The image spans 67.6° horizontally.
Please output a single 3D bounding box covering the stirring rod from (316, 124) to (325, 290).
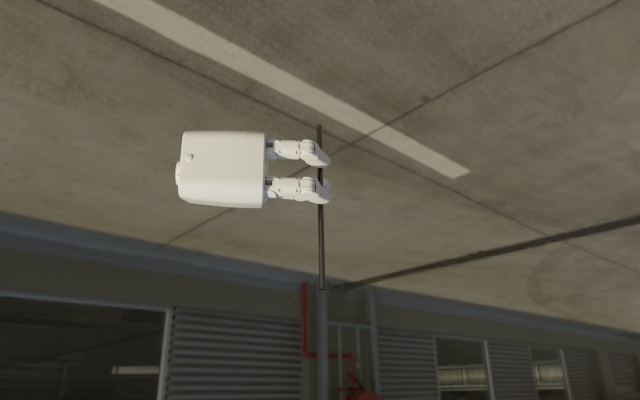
[{"bbox_3d":[0.000,0.002,0.655,0.011,0.239,0.011,-1,-22,0],"label":"stirring rod"}]
